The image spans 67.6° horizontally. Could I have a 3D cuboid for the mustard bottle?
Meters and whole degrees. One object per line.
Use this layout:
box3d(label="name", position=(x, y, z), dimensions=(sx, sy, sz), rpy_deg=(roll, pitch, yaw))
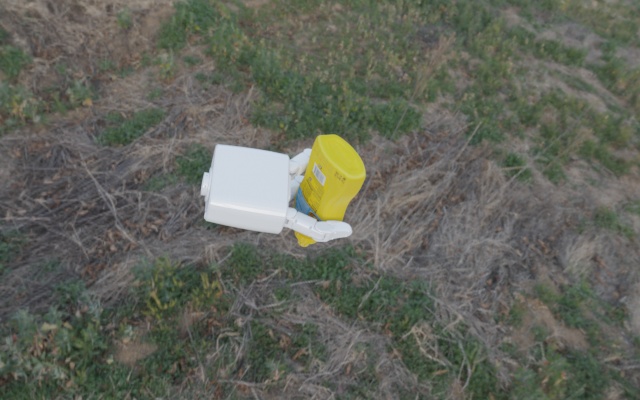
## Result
box3d(label="mustard bottle", position=(0.001, 0.002, 0.718), dimensions=(0.058, 0.192, 0.096), rpy_deg=(-10, 50, -33))
